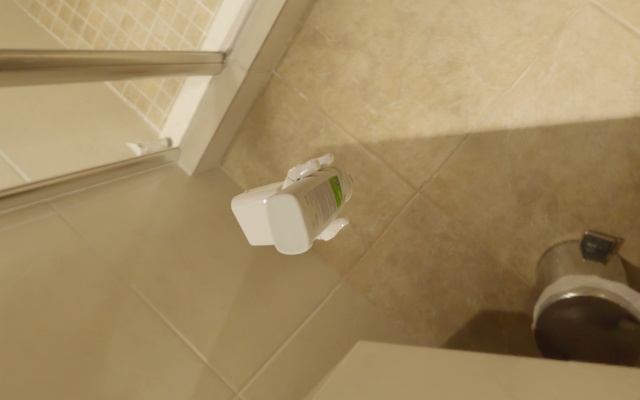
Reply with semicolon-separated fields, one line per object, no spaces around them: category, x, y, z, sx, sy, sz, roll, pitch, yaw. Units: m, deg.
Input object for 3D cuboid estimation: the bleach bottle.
bleach bottle;0.000;0.003;0.836;0.068;0.102;0.250;-8;11;28
